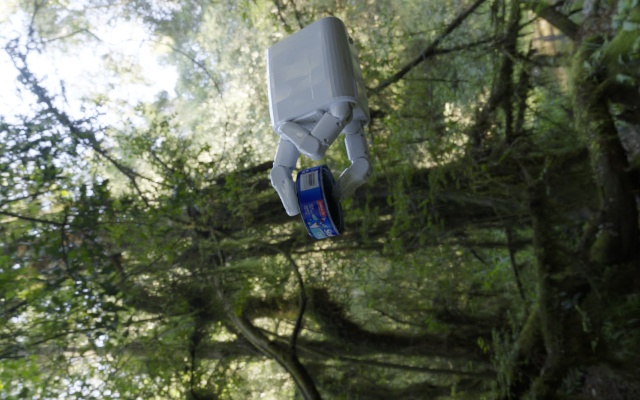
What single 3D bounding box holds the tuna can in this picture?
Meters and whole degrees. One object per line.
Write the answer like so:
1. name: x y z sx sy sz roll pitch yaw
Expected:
1. tuna can: 0.000 0.002 0.565 0.034 0.086 0.086 -14 -3 12
